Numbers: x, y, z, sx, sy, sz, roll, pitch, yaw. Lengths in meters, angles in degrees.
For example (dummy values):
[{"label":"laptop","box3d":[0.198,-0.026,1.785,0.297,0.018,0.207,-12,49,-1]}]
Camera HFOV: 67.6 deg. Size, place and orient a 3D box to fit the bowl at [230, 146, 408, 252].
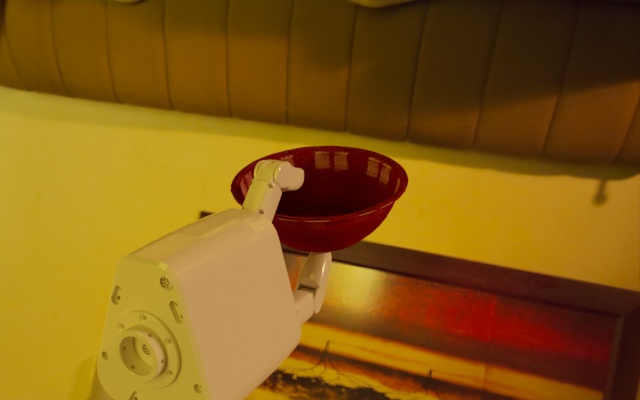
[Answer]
[{"label":"bowl","box3d":[0.001,0.001,0.451,0.162,0.055,0.162,-3,28,1]}]
